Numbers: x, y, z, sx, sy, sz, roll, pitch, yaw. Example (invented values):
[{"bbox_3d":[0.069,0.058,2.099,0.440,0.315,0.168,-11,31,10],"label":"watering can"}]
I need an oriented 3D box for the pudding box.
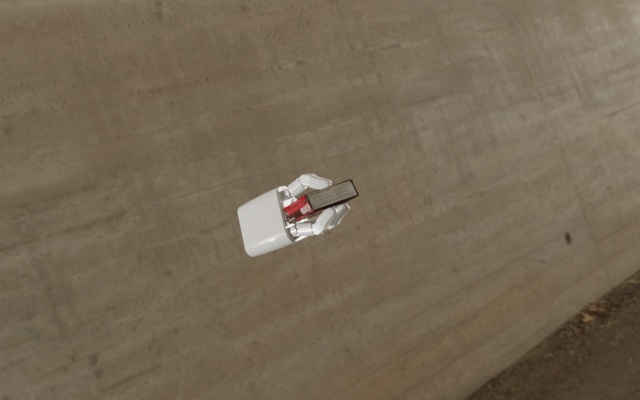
[{"bbox_3d":[0.000,0.003,0.880,0.113,0.039,0.090,-21,-4,-36],"label":"pudding box"}]
